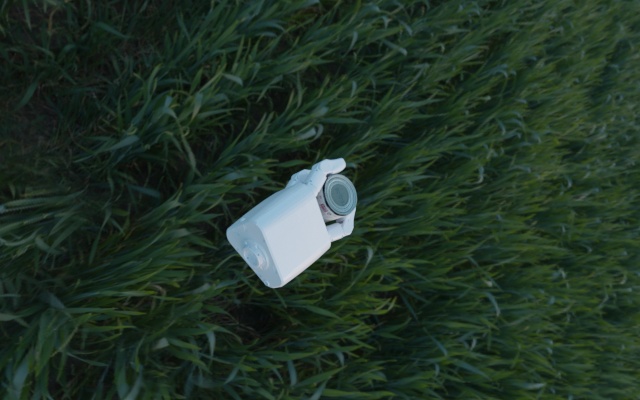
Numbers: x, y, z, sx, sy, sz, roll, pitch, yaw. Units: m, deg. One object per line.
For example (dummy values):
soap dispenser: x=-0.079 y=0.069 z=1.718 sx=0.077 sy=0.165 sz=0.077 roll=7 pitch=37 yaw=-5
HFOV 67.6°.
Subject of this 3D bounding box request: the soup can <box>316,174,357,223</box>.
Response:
soup can: x=0.001 y=0.002 z=0.760 sx=0.068 sy=0.068 sz=0.102 roll=0 pitch=-14 yaw=-39
